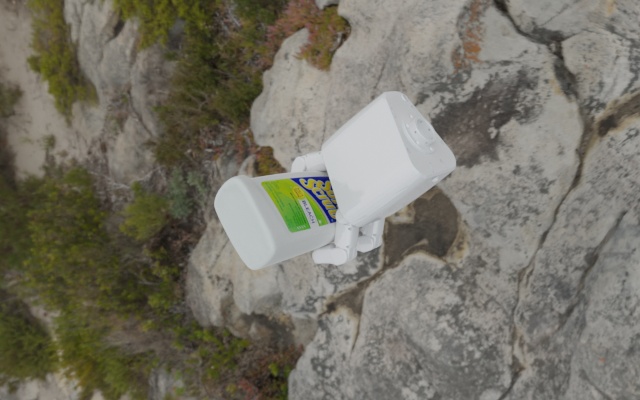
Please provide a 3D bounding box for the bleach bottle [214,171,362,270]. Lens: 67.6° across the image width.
[{"bbox_3d":[0.000,0.002,0.589,0.251,0.102,0.068,-17,-18,-47],"label":"bleach bottle"}]
